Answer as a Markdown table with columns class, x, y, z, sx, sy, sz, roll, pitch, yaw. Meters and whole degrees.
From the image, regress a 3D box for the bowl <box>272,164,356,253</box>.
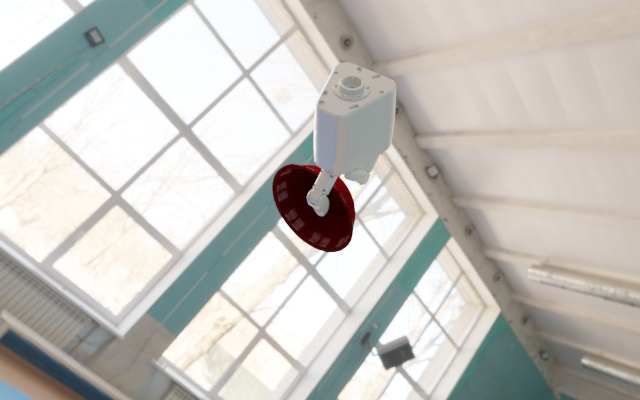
| class | x | y | z | sx | sy | sz | roll | pitch | yaw |
| --- | --- | --- | --- | --- | --- | --- | --- | --- | --- |
| bowl | 0.000 | 0.003 | 0.763 | 0.162 | 0.162 | 0.055 | 0 | 30 | 45 |
